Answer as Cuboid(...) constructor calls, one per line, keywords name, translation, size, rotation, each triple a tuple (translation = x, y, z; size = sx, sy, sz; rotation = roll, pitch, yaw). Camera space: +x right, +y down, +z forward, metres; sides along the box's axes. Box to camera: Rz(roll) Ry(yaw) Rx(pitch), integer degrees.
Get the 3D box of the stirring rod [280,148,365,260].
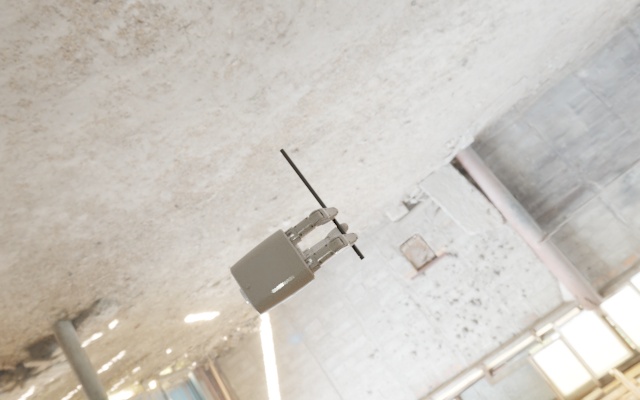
Cuboid(name="stirring rod", translation=(0.000, 0.003, 0.810), size=(0.011, 0.239, 0.011), rotation=(-33, -17, -12))
